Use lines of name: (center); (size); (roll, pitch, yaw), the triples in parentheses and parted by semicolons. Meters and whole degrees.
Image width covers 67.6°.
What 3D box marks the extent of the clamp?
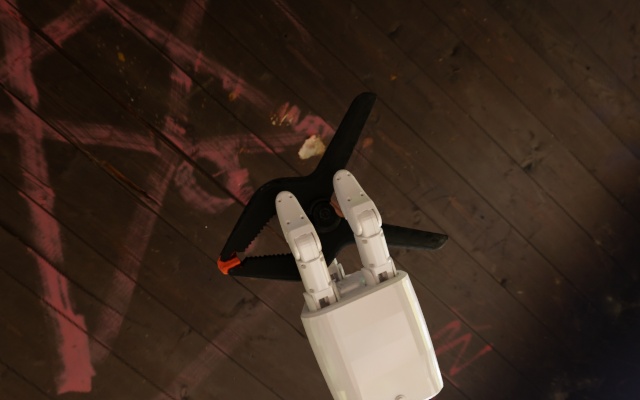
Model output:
clamp: (-0.001, 0.002, 0.436); (0.210, 0.164, 0.036); (-21, 0, -14)
